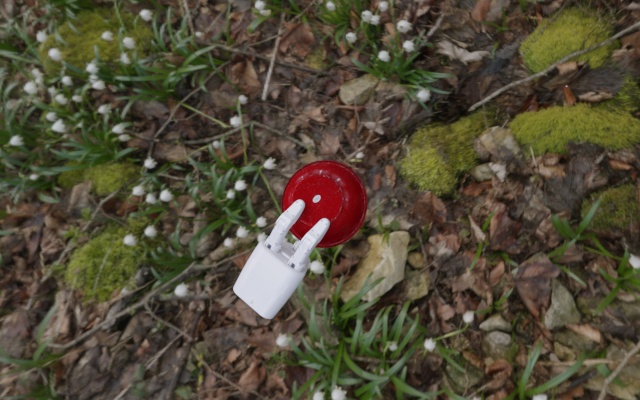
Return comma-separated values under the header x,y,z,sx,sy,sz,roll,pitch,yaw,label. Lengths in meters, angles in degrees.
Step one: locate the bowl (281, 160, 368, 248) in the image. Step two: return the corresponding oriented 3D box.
x,y,z,sx,sy,sz,roll,pitch,yaw,label
0.001,0.001,0.846,0.162,0.162,0.055,0,-7,13,bowl
